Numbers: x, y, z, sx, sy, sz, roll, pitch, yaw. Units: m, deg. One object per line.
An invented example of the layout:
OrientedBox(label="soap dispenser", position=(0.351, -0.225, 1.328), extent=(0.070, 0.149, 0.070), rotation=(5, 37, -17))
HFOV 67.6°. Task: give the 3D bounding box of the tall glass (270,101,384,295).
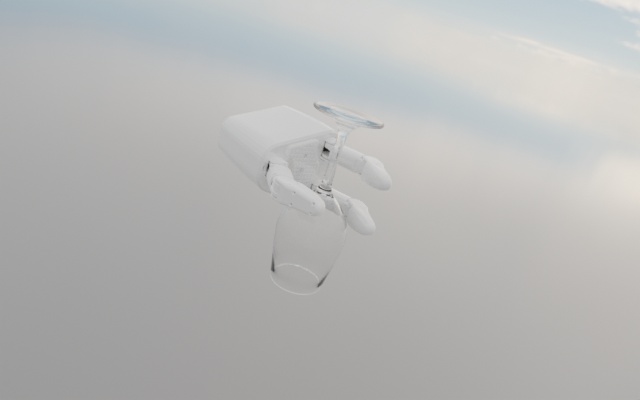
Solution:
OrientedBox(label="tall glass", position=(0.000, 0.001, 0.512), extent=(0.079, 0.201, 0.079), rotation=(15, 21, -6))
